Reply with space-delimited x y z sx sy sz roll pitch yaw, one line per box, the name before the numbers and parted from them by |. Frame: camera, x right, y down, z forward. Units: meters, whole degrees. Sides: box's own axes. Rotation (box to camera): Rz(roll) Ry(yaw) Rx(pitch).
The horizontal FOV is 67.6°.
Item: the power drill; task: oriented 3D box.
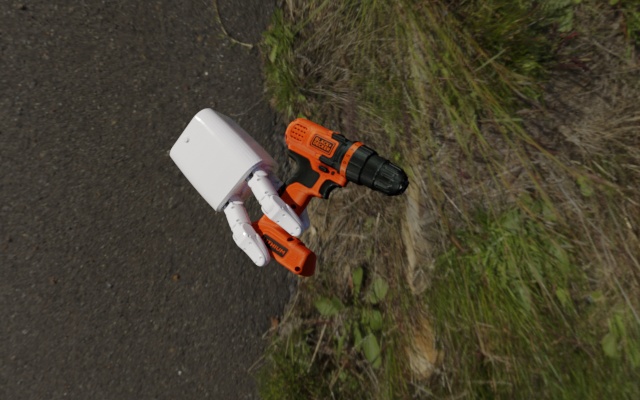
power drill | 0.000 0.002 0.629 0.184 0.187 0.057 30 0 26
